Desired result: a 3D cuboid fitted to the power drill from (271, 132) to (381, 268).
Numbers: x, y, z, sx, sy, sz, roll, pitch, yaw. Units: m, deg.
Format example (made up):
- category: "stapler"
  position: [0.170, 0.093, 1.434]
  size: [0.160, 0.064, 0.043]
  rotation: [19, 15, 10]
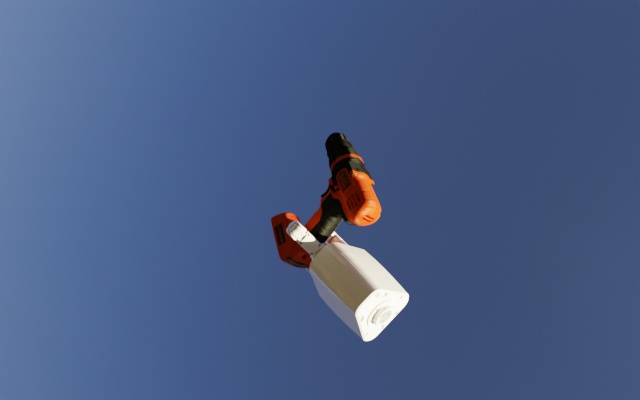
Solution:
- category: "power drill"
  position: [0.000, 0.003, 0.752]
  size: [0.057, 0.184, 0.188]
  rotation: [24, -57, -35]
